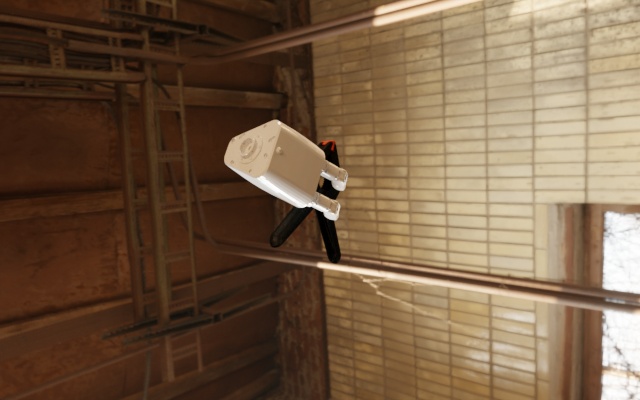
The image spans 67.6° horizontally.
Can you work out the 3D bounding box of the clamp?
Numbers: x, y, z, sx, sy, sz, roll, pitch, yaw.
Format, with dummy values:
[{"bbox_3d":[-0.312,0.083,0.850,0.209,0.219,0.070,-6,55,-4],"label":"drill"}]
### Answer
[{"bbox_3d":[0.000,0.002,0.814,0.036,0.210,0.165,2,-20,40],"label":"clamp"}]
